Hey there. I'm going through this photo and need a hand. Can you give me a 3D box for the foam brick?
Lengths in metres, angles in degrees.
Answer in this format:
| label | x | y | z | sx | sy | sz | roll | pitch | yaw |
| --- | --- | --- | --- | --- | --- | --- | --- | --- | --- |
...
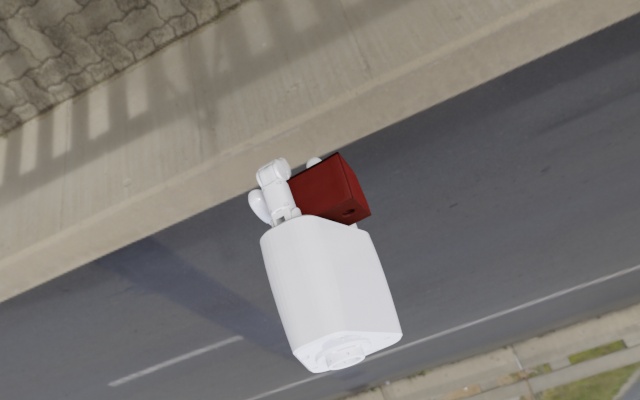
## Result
| label | x | y | z | sx | sy | sz | roll | pitch | yaw |
| --- | --- | --- | --- | --- | --- | --- | --- | --- | --- |
| foam brick | 0.000 | 0.001 | 0.455 | 0.078 | 0.051 | 0.053 | -28 | -30 | 14 |
